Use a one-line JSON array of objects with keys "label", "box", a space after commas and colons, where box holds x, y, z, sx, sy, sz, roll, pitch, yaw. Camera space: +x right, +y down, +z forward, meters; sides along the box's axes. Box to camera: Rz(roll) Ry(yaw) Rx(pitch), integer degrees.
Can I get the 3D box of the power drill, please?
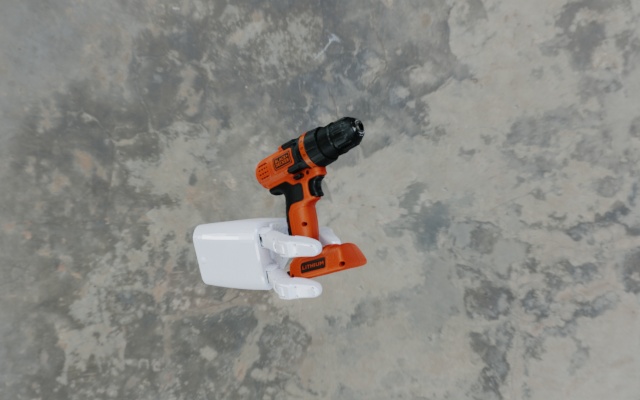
[{"label": "power drill", "box": [0.000, 0.003, 0.625, 0.184, 0.187, 0.057, -23, -15, 41]}]
